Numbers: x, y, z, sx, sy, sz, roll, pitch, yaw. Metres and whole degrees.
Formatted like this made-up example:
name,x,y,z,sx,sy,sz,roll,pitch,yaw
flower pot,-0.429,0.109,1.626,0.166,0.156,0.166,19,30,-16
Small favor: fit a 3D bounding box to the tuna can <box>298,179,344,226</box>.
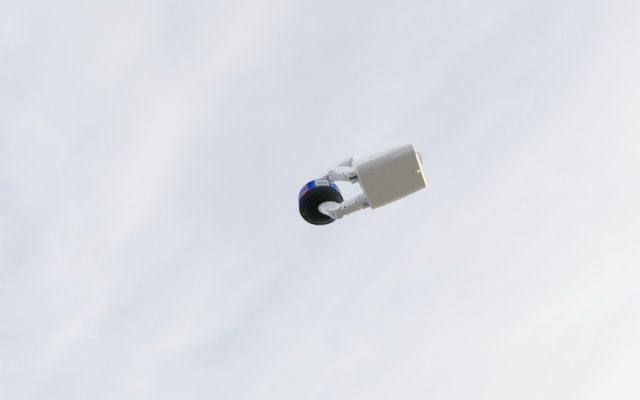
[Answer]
name,x,y,z,sx,sy,sz,roll,pitch,yaw
tuna can,0.000,0.003,0.898,0.086,0.086,0.033,0,30,-8
